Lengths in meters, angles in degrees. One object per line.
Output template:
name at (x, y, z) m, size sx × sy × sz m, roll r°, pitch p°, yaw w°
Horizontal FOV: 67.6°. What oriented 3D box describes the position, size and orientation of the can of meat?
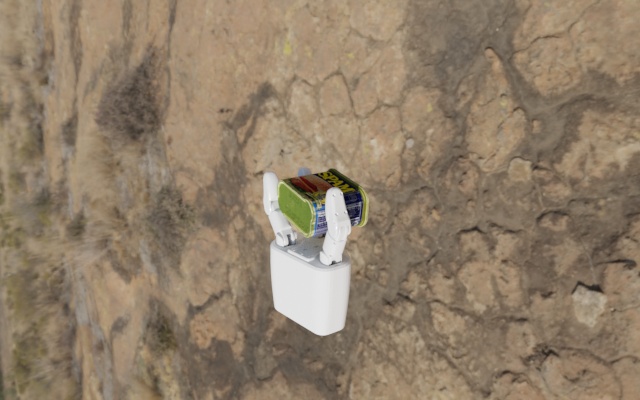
can of meat at (0.000, 0.002, 0.633) m, size 0.084 × 0.057 × 0.102 m, roll -12°, pitch 31°, yaw -29°
